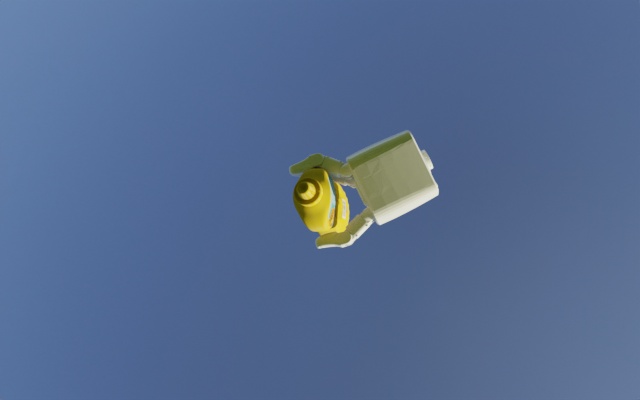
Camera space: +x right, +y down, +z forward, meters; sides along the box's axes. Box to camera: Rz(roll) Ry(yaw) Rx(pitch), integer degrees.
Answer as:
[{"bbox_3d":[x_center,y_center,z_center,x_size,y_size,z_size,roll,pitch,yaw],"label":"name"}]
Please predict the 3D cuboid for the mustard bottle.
[{"bbox_3d":[0.000,0.003,0.746,0.058,0.096,0.192,-2,-12,14],"label":"mustard bottle"}]
